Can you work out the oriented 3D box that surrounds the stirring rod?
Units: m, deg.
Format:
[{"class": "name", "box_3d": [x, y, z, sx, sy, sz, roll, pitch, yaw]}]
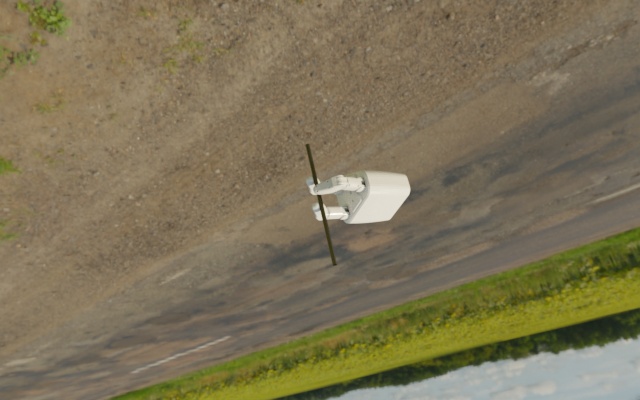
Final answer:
[{"class": "stirring rod", "box_3d": [0.000, 0.003, 0.875, 0.011, 0.239, 0.011, -11, -20, -4]}]
